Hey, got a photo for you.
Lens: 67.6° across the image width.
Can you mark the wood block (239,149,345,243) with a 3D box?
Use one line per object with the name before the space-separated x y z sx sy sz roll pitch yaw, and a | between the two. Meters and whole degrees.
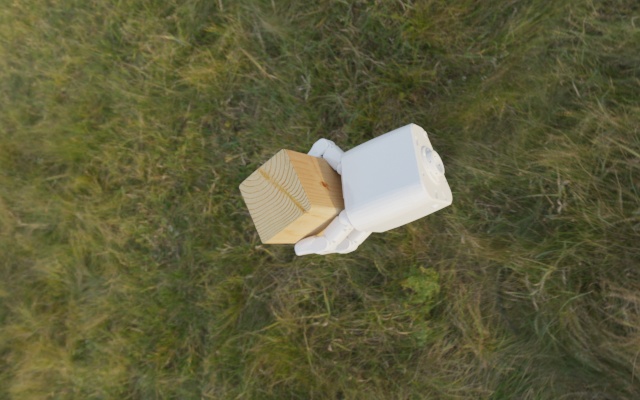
wood block | 0.000 0.002 0.673 0.090 0.090 0.206 -36 -24 27
